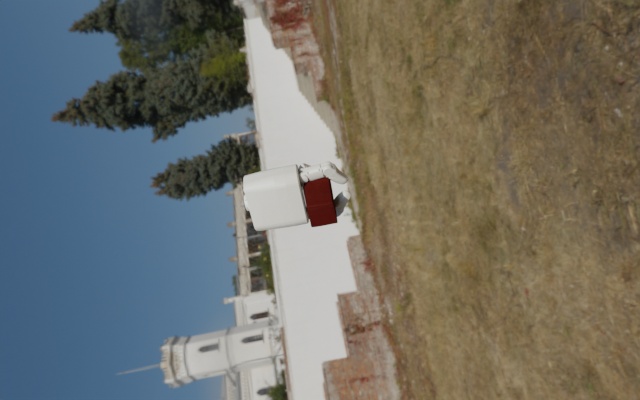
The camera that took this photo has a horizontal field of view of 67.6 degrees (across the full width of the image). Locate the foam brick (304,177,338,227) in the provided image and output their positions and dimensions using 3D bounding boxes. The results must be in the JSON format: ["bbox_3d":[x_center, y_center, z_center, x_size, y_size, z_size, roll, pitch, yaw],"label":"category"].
[{"bbox_3d":[0.000,0.003,0.890,0.051,0.053,0.078,-10,43,2],"label":"foam brick"}]
